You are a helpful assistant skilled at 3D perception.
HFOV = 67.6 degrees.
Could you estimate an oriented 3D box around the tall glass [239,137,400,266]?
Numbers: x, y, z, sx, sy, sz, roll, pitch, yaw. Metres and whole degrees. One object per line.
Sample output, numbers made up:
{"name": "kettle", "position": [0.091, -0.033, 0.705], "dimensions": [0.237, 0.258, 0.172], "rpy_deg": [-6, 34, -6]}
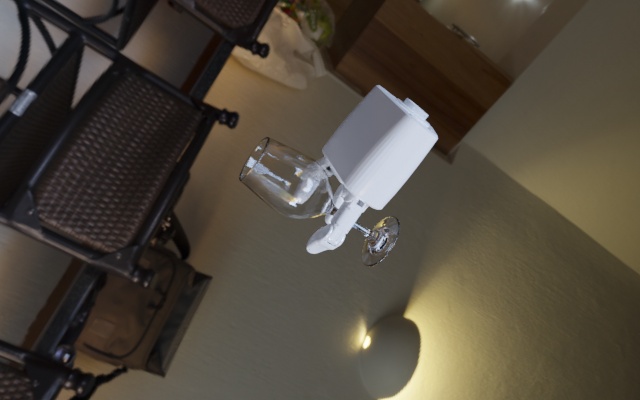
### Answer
{"name": "tall glass", "position": [0.001, 0.002, 0.592], "dimensions": [0.201, 0.079, 0.079], "rpy_deg": [33, -12, -19]}
